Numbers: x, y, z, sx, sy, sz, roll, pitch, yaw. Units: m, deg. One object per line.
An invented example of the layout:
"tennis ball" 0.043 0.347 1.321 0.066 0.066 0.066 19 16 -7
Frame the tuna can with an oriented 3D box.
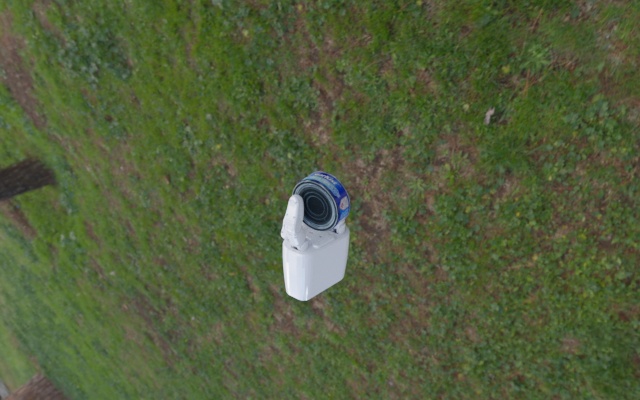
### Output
"tuna can" 0.000 0.002 0.707 0.086 0.086 0.033 0 24 39
